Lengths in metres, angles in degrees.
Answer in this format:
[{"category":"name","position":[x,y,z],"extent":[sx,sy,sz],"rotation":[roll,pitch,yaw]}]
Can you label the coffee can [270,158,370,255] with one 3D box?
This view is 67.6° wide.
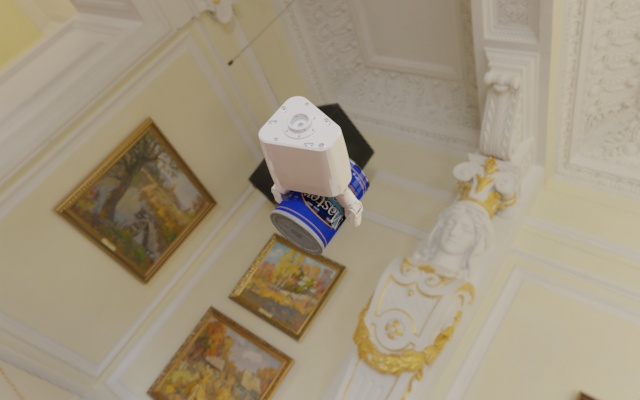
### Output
[{"category":"coffee can","position":[0.000,0.003,0.779],"extent":[0.103,0.140,0.103],"rotation":[31,-23,15]}]
